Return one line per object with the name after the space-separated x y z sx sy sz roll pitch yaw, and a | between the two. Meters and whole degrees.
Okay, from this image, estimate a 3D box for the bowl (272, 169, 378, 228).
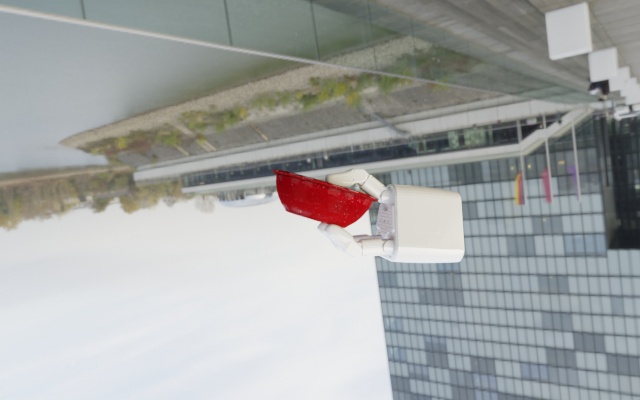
-0.001 0.002 0.702 0.162 0.055 0.162 16 -1 0 | bowl
